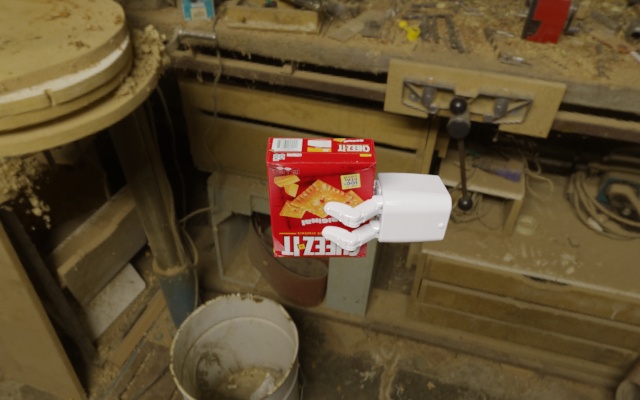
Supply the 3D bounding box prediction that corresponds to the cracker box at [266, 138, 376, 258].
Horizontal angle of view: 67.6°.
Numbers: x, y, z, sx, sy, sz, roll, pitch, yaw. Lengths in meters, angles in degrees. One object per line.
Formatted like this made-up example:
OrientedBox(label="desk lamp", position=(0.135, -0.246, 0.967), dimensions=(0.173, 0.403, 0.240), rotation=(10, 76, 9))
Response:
OrientedBox(label="cracker box", position=(0.000, 0.002, 0.780), dimensions=(0.164, 0.214, 0.072), rotation=(1, 42, 0))
